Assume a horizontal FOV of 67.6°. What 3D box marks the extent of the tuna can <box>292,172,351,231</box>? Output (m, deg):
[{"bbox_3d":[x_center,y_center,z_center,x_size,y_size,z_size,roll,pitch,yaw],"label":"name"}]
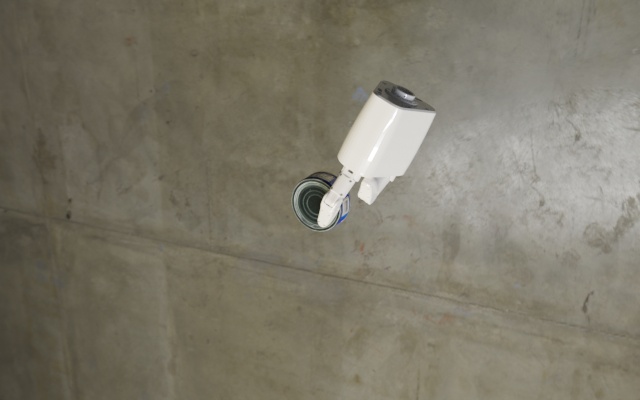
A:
[{"bbox_3d":[0.000,0.003,0.713,0.086,0.086,0.033,0,18,30],"label":"tuna can"}]
